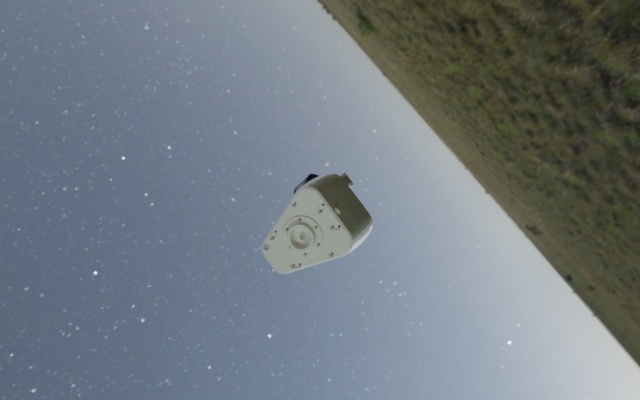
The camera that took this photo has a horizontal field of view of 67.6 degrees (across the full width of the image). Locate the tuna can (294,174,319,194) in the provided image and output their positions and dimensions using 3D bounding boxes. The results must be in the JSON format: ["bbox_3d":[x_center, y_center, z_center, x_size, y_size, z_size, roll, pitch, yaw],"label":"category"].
[{"bbox_3d":[0.000,0.003,0.728,0.034,0.086,0.086,-41,-18,22],"label":"tuna can"}]
